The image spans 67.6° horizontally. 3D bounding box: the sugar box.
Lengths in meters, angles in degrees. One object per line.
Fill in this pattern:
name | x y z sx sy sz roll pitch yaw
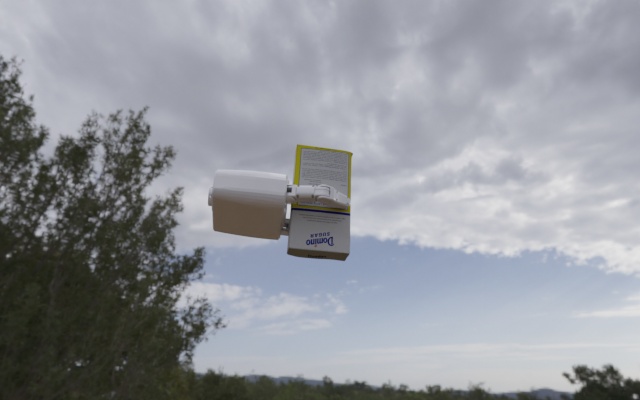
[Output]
sugar box | 0.000 0.003 0.745 0.093 0.176 0.048 7 -22 -6
